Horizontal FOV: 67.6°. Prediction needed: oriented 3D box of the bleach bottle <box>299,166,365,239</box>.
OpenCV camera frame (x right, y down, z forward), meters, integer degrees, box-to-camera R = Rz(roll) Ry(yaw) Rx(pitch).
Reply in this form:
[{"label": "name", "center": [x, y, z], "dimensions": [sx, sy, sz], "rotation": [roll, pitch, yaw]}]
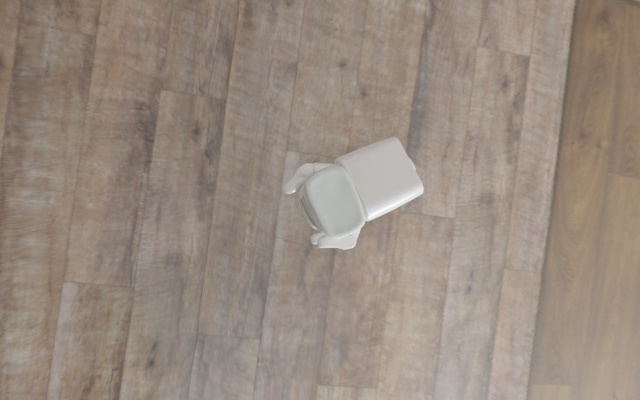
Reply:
[{"label": "bleach bottle", "center": [0.000, 0.003, 0.771], "dimensions": [0.068, 0.102, 0.251], "rotation": [-25, 5, -9]}]
